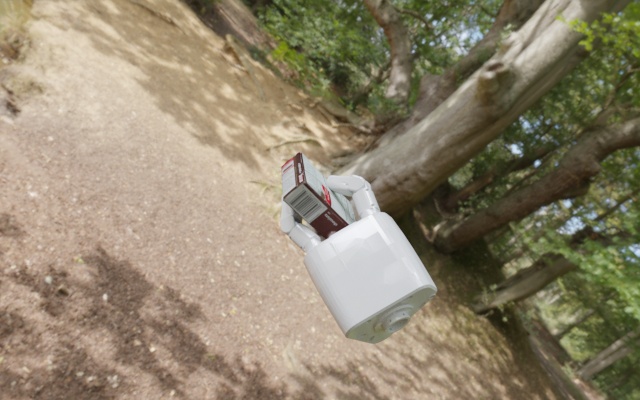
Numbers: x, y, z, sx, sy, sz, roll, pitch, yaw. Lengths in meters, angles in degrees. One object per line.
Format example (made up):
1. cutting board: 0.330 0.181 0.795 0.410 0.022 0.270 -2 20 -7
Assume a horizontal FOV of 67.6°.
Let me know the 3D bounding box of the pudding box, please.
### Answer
1. pudding box: 0.000 0.002 0.611 0.039 0.113 0.090 -37 27 14
